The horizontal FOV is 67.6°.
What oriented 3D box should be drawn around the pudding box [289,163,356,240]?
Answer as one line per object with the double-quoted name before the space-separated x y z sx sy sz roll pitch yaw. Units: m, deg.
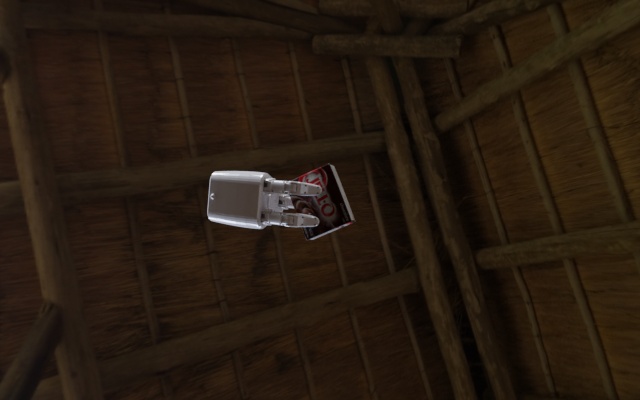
"pudding box" 0.000 0.003 0.846 0.090 0.113 0.039 -24 -7 17
